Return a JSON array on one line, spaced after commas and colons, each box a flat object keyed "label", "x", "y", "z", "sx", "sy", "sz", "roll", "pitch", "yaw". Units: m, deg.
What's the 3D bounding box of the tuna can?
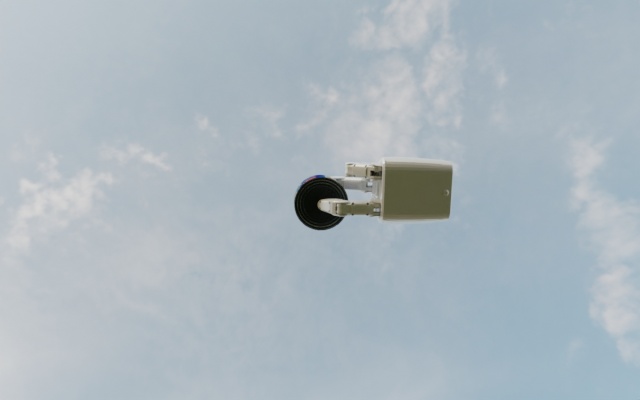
[{"label": "tuna can", "x": 0.000, "y": 0.002, "z": 0.762, "sx": 0.086, "sy": 0.086, "sz": 0.033, "roll": 0, "pitch": 11, "yaw": -5}]
